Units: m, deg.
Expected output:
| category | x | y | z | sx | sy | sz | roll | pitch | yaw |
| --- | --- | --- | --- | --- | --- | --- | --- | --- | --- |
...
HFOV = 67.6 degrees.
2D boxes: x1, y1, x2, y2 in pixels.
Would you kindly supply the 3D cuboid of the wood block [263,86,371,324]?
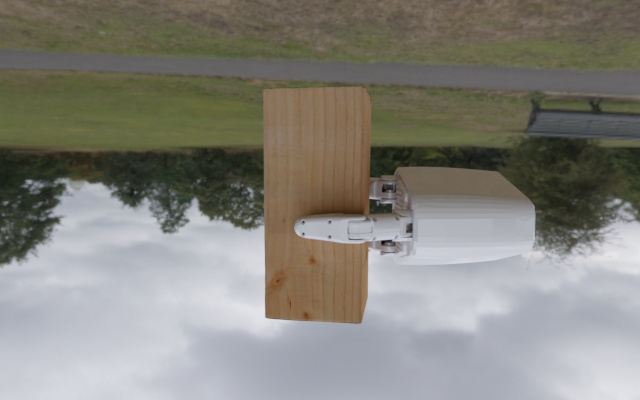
| category | x | y | z | sx | sy | sz | roll | pitch | yaw |
| --- | --- | --- | --- | --- | --- | --- | --- | --- | --- |
| wood block | 0.000 | 0.002 | 0.457 | 0.090 | 0.206 | 0.091 | 1 | 5 | 10 |
